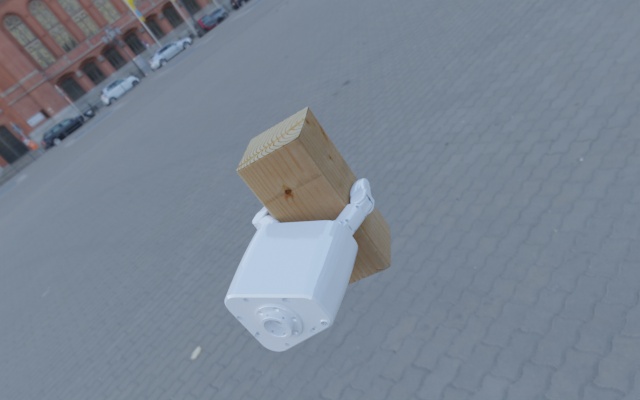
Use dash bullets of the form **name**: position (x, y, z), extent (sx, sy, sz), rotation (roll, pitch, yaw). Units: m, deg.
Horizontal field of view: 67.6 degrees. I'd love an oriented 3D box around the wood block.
- **wood block**: position (0.000, 0.002, 0.602), extent (0.091, 0.206, 0.090), rotation (-26, 27, 21)
